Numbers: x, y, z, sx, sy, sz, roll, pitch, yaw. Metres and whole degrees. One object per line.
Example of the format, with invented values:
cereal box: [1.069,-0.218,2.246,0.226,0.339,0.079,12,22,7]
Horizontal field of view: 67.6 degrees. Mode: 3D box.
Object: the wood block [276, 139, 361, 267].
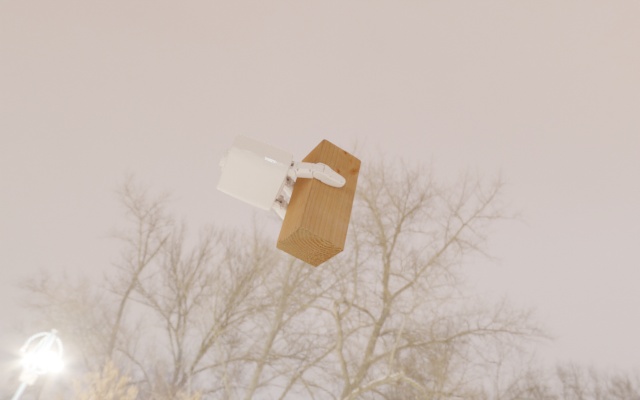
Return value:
wood block: [0.000,0.002,0.871,0.090,0.206,0.091,29,-39,-19]
